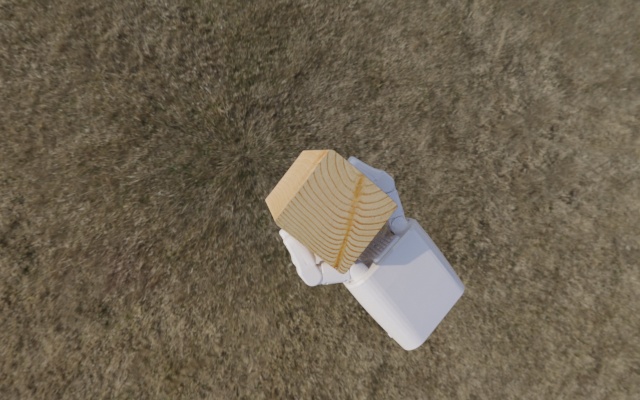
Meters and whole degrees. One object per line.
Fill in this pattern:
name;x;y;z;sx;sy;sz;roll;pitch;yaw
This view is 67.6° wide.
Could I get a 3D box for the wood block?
wood block;0.001;0.002;0.557;0.090;0.091;0.206;39;-2;-11
